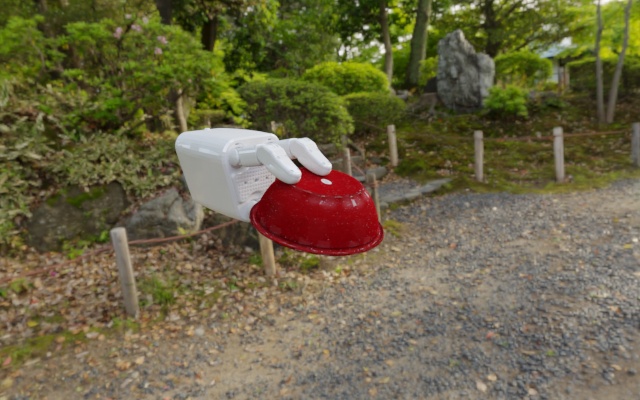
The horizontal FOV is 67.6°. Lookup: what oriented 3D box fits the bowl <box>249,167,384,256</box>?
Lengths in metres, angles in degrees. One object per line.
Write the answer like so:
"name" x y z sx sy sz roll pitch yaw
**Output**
"bowl" 0.001 0.002 0.560 0.162 0.055 0.162 9 23 -4
